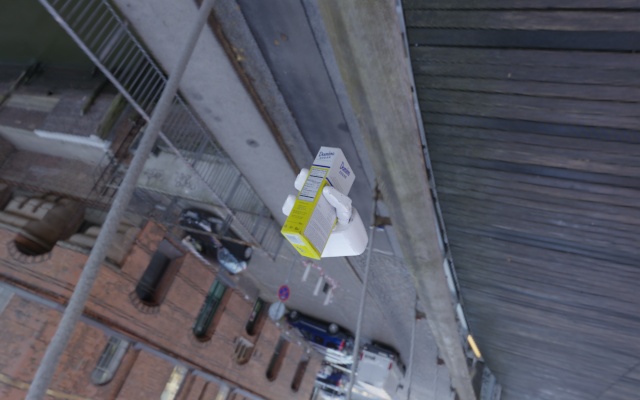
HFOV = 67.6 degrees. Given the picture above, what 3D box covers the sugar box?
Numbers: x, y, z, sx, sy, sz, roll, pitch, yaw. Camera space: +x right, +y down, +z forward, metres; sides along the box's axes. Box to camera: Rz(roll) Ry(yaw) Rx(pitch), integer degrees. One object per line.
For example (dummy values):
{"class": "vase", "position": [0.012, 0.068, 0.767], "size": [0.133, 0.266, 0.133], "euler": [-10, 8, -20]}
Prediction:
{"class": "sugar box", "position": [0.000, 0.003, 0.832], "size": [0.048, 0.176, 0.093], "euler": [8, -28, 28]}
